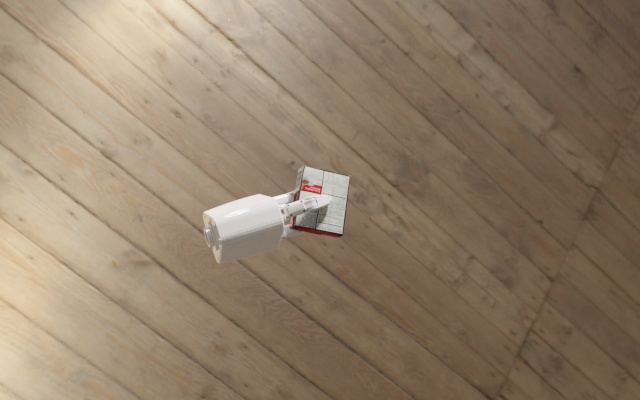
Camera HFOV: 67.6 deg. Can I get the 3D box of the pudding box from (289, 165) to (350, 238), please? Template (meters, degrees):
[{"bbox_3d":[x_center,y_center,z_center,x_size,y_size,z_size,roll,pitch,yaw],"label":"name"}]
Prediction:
[{"bbox_3d":[0.000,0.003,0.832,0.090,0.113,0.039,12,-14,-16],"label":"pudding box"}]
